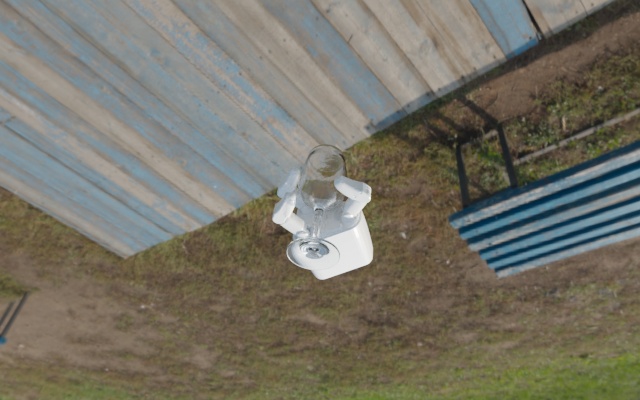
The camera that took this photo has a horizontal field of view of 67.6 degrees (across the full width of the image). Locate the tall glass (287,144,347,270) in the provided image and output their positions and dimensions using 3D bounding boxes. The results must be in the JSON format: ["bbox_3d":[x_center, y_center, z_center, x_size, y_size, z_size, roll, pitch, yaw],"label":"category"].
[{"bbox_3d":[0.000,0.003,0.723,0.079,0.200,0.079,4,-43,4],"label":"tall glass"}]
